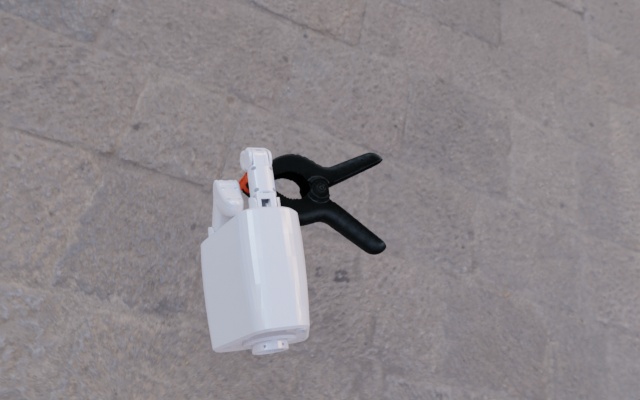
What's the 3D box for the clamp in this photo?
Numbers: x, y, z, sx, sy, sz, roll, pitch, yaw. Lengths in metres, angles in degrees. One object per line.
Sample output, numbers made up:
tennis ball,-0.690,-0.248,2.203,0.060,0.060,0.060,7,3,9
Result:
clamp,0.000,0.001,0.515,0.171,0.120,0.039,-1,-24,-22
